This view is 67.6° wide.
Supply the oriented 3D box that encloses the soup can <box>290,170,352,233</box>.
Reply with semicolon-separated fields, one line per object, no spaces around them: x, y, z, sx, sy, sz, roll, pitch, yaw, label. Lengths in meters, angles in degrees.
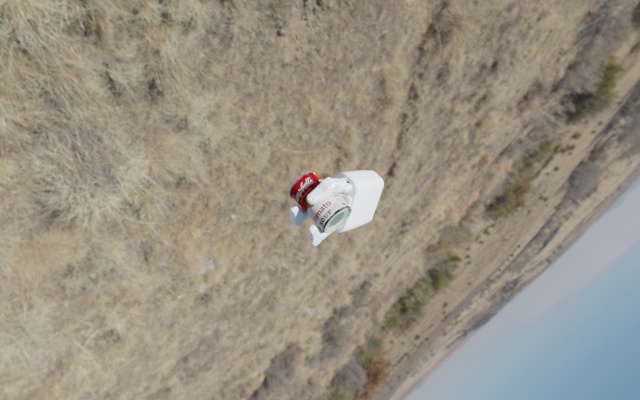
0.000;0.003;0.883;0.102;0.068;0.068;47;23;23;soup can
